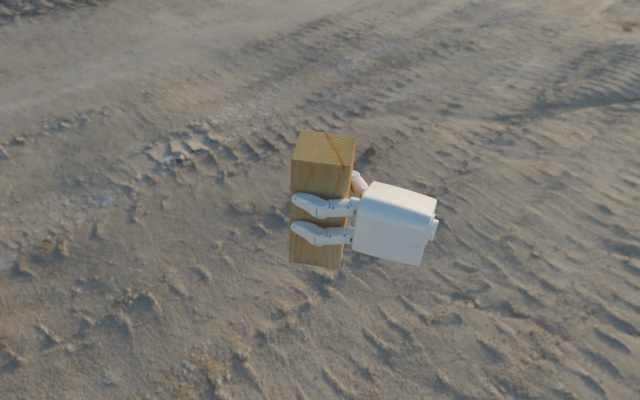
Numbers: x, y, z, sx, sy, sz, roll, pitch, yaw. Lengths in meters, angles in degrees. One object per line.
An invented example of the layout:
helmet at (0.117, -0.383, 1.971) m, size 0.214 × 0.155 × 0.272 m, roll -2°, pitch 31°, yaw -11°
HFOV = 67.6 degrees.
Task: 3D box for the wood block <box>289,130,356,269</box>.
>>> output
wood block at (0.001, 0.002, 0.773) m, size 0.090 × 0.206 × 0.090 m, roll 8°, pitch 37°, yaw 5°
